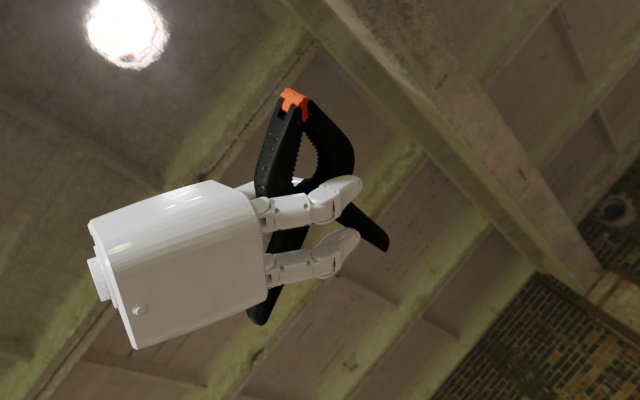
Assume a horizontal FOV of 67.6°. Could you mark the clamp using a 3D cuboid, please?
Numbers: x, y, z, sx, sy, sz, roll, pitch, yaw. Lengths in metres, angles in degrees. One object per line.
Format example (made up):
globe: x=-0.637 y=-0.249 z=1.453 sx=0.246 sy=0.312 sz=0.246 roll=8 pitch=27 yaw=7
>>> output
clamp: x=-0.001 y=0.001 z=0.425 sx=0.164 sy=0.210 sz=0.036 roll=-21 pitch=37 yaw=-29
